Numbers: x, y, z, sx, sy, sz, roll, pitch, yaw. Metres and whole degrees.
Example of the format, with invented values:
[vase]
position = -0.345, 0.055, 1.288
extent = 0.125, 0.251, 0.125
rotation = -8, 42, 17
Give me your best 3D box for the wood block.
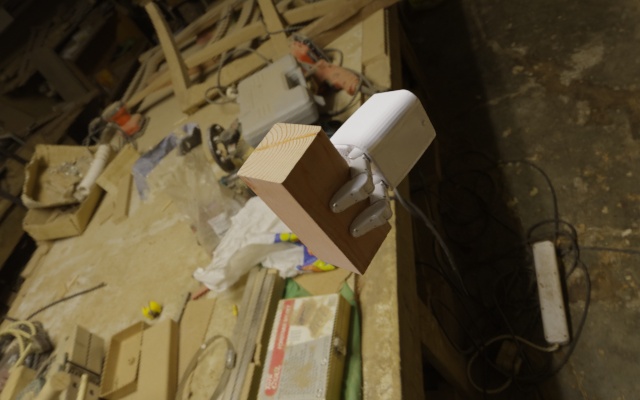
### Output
[wood block]
position = 0.000, 0.002, 0.638
extent = 0.091, 0.090, 0.206
rotation = 14, -28, 45
